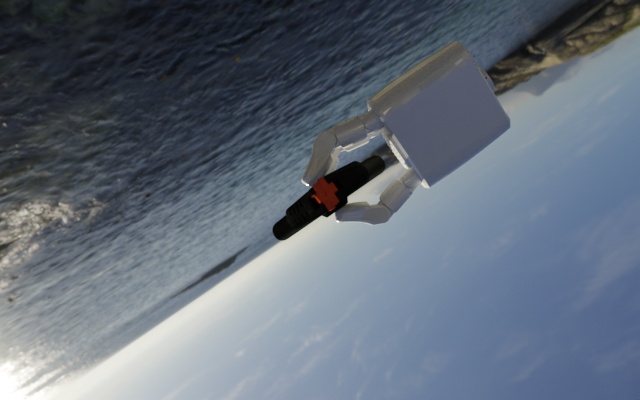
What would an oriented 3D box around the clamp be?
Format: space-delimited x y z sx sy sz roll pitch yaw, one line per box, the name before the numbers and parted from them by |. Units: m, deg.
clamp | 0.001 0.002 0.513 0.164 0.036 0.210 -36 -2 8
